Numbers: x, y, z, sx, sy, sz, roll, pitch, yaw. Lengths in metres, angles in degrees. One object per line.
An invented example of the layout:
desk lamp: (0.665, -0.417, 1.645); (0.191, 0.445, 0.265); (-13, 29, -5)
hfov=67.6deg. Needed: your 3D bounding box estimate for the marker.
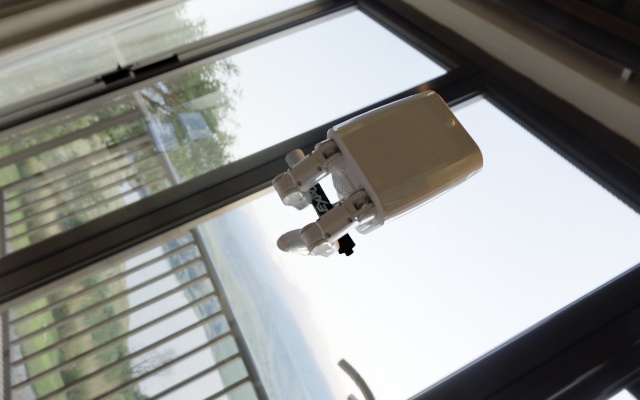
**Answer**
marker: (0.000, 0.002, 0.466); (0.020, 0.121, 0.020); (-25, -23, -11)
